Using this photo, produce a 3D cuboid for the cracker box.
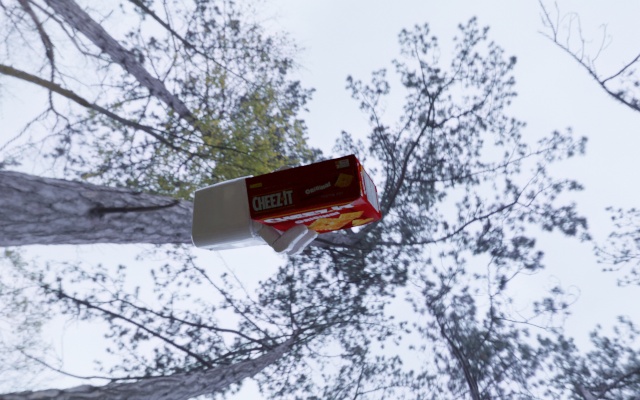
[{"bbox_3d":[0.000,0.002,0.756,0.164,0.072,0.214,-12,-13,12],"label":"cracker box"}]
